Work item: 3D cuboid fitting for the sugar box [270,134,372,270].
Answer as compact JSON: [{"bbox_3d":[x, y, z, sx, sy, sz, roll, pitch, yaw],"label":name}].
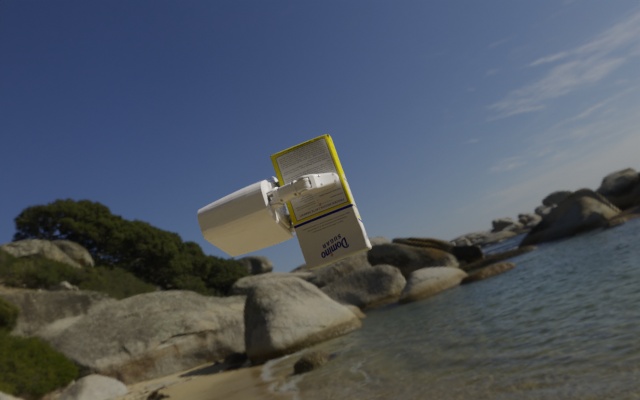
[{"bbox_3d":[0.000,0.002,0.688,0.093,0.176,0.048,-21,-10,9],"label":"sugar box"}]
